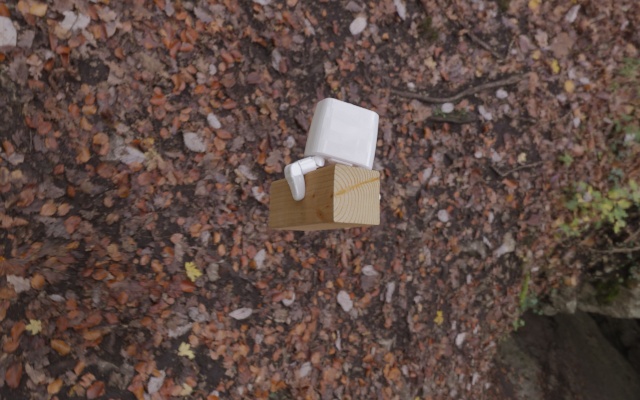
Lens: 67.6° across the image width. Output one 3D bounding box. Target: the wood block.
[{"bbox_3d":[0.000,0.002,0.820,0.091,0.090,0.206,7,-10,-33],"label":"wood block"}]
